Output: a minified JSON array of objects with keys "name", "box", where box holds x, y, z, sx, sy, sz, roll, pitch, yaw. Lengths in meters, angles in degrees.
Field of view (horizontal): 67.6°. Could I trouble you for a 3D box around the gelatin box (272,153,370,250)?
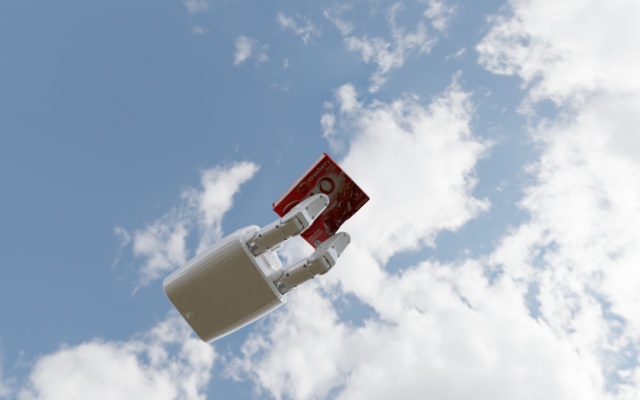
[{"name":"gelatin box","box":[0.000,0.001,0.548,0.073,0.089,0.030,44,5,-13]}]
